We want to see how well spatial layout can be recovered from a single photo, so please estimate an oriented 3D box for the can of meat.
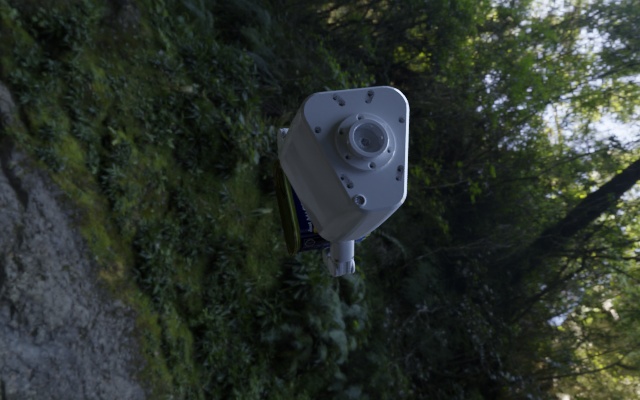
[{"bbox_3d":[0.000,0.002,0.515,0.084,0.102,0.057,-9,-16,-14],"label":"can of meat"}]
